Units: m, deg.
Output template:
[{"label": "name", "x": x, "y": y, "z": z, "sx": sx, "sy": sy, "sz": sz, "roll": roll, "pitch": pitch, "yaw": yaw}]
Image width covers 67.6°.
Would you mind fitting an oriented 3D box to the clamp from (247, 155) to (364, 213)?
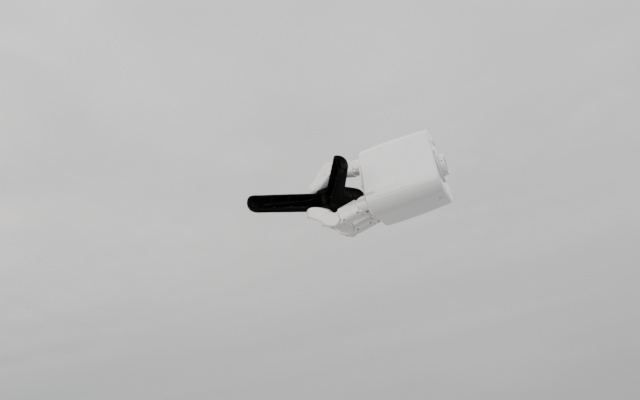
[{"label": "clamp", "x": 0.000, "y": 0.002, "z": 0.735, "sx": 0.164, "sy": 0.036, "sz": 0.210, "roll": -20, "pitch": -24, "yaw": 19}]
